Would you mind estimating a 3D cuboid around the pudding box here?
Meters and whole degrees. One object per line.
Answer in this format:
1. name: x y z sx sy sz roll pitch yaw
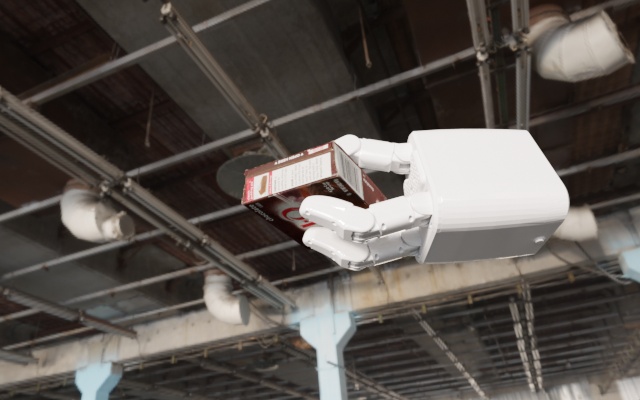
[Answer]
1. pudding box: 0.000 0.001 0.421 0.090 0.039 0.113 -17 -35 24
